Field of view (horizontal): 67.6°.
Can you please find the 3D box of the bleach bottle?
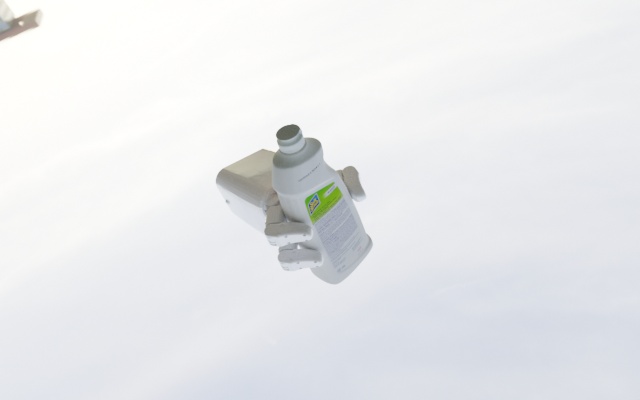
[{"bbox_3d":[0.000,0.002,0.622,0.068,0.251,0.102,25,60,36],"label":"bleach bottle"}]
